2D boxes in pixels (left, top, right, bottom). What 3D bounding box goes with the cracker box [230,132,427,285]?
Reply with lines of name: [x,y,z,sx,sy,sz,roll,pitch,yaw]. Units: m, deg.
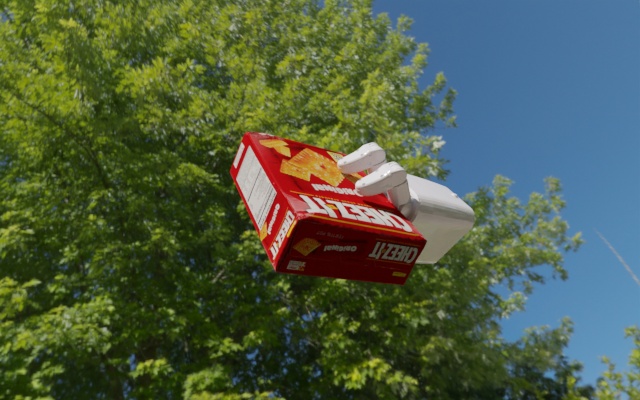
cracker box: [0.000,0.002,0.568,0.164,0.072,0.213,10,25,-29]
